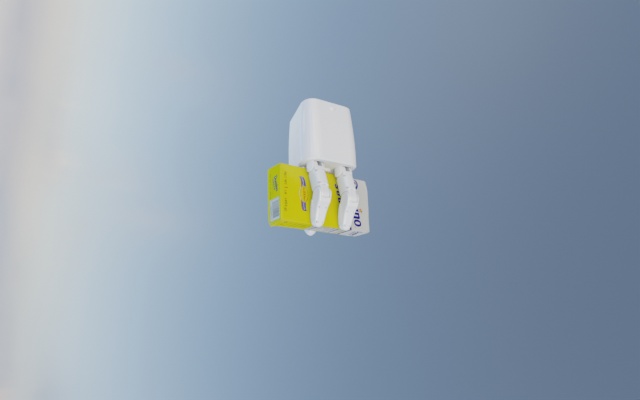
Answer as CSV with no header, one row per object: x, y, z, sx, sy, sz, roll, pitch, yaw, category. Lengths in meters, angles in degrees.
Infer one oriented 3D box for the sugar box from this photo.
0.000,0.002,0.768,0.176,0.093,0.048,8,-18,-34,sugar box
